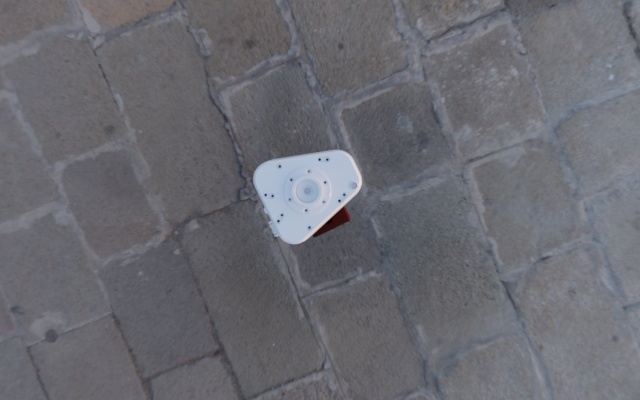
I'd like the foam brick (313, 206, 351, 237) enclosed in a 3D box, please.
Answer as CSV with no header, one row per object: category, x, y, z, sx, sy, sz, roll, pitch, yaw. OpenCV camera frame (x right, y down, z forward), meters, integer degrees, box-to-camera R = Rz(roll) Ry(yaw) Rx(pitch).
foam brick,0.000,0.002,0.630,0.053,0.078,0.051,-26,3,5
